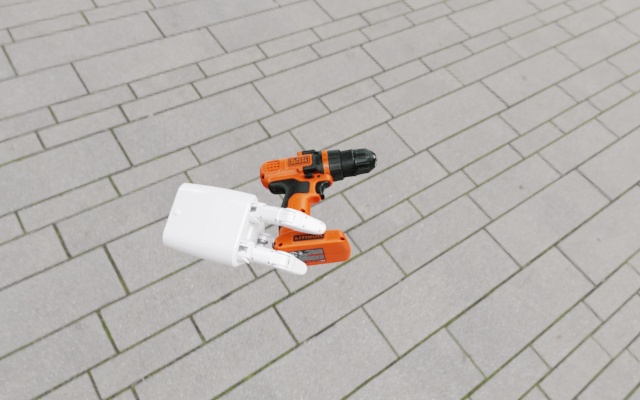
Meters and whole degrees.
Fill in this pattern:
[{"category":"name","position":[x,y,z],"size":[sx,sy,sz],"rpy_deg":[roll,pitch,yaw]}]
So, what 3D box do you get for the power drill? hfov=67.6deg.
[{"category":"power drill","position":[0.000,0.003,0.705],"size":[0.184,0.187,0.057],"rpy_deg":[-9,-40,7]}]
